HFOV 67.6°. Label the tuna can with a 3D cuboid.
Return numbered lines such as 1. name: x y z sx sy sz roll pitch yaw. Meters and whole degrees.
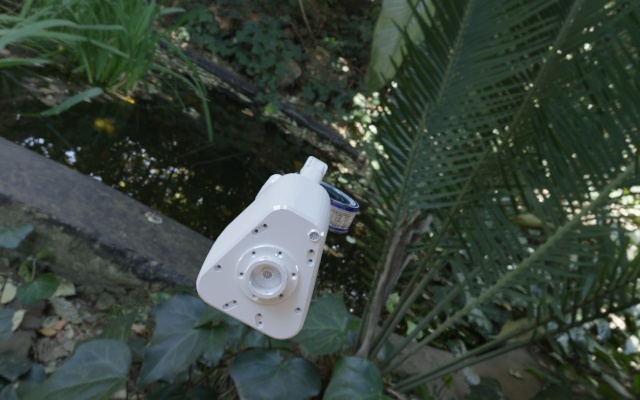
1. tuna can: 0.000 0.001 0.545 0.086 0.034 0.086 26 11 -6
